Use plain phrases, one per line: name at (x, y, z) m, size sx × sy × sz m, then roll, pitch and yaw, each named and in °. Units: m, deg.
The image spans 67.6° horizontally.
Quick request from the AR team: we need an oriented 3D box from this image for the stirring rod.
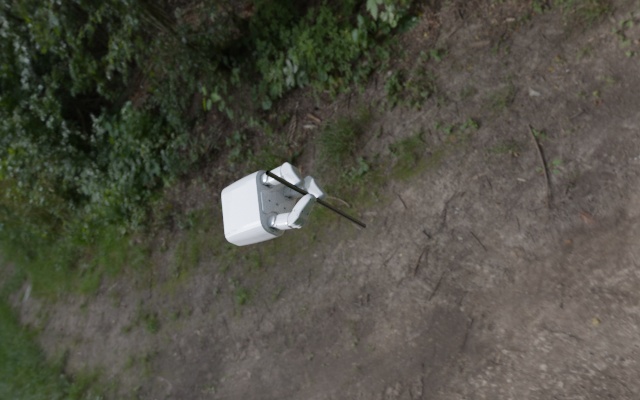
stirring rod at (0.000, 0.003, 0.794) m, size 0.011 × 0.011 × 0.240 m, roll 0°, pitch -22°, yaw 46°
